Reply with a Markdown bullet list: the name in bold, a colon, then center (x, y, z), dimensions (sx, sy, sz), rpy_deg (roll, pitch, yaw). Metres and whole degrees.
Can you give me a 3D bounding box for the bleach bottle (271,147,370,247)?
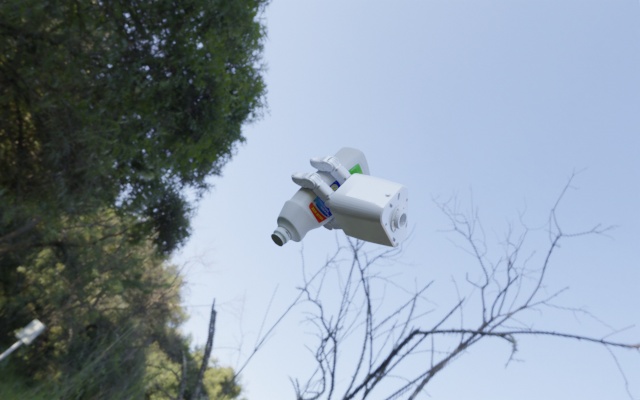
- **bleach bottle**: center (0.000, 0.003, 0.897), dimensions (0.068, 0.103, 0.250), rpy_deg (15, 45, 36)
